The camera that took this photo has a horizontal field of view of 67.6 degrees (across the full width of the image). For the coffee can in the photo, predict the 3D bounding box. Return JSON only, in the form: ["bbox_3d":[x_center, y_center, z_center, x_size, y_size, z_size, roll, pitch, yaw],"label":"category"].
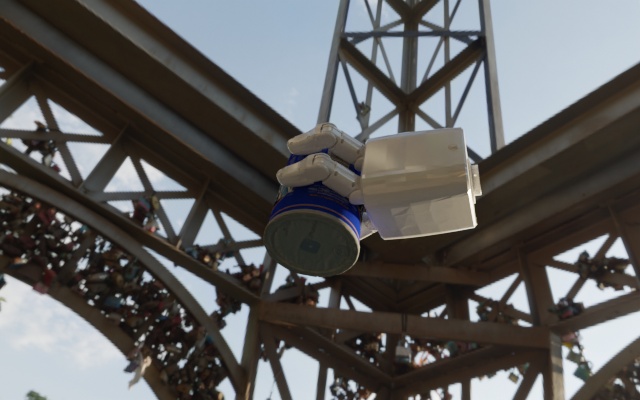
[{"bbox_3d":[0.000,0.002,0.552,0.103,0.103,0.140,0,44,12],"label":"coffee can"}]
